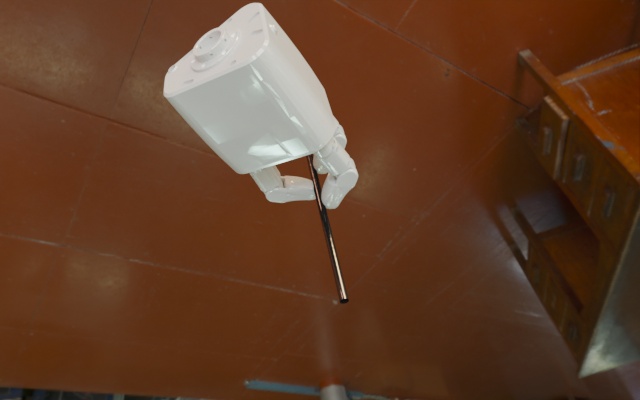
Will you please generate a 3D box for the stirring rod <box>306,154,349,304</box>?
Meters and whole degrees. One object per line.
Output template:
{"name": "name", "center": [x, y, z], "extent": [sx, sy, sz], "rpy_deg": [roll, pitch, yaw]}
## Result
{"name": "stirring rod", "center": [0.000, 0.002, 0.493], "extent": [0.011, 0.239, 0.011], "rpy_deg": [-7, -44, -7]}
